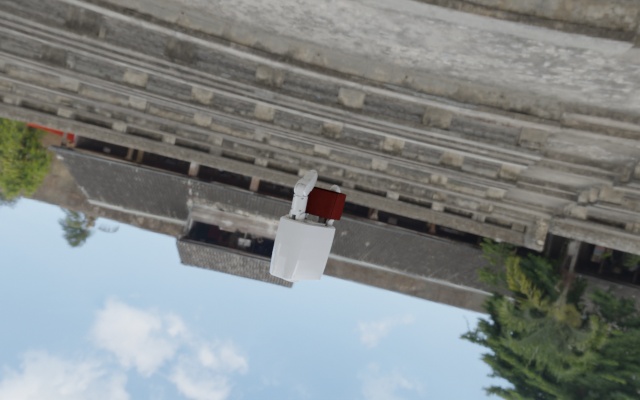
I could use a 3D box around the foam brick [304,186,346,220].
[{"bbox_3d":[0.000,0.003,0.879,0.078,0.051,0.053,14,1,23],"label":"foam brick"}]
